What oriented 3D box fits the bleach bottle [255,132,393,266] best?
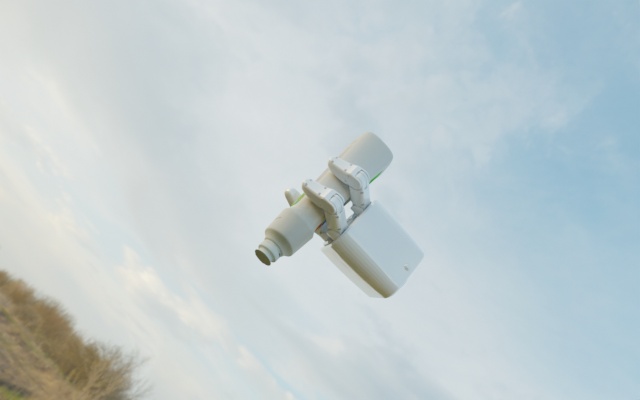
[{"bbox_3d":[0.000,0.002,0.681,0.250,0.068,0.103,-44,0,-31],"label":"bleach bottle"}]
